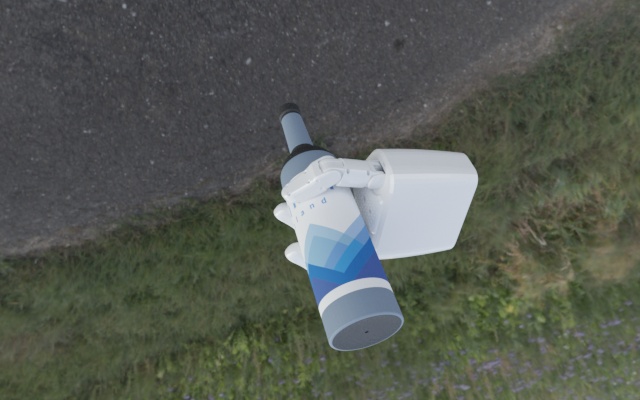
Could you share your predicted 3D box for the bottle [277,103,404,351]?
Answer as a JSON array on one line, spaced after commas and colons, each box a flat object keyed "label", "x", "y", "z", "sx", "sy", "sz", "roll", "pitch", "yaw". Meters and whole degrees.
[{"label": "bottle", "x": 0.000, "y": 0.002, "z": 0.491, "sx": 0.069, "sy": 0.295, "sz": 0.069, "roll": -12, "pitch": -38, "yaw": -10}]
